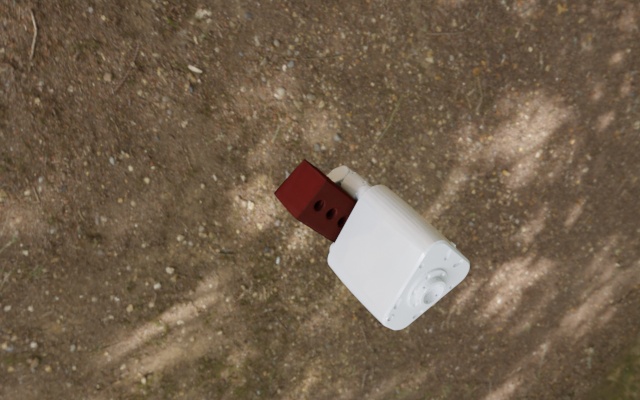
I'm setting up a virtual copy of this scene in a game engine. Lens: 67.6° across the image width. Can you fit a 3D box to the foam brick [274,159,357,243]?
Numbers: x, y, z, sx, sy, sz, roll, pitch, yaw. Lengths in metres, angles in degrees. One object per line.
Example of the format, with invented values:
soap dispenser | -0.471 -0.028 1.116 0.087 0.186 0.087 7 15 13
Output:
foam brick | 0.000 0.002 0.525 0.078 0.053 0.051 34 9 -44
